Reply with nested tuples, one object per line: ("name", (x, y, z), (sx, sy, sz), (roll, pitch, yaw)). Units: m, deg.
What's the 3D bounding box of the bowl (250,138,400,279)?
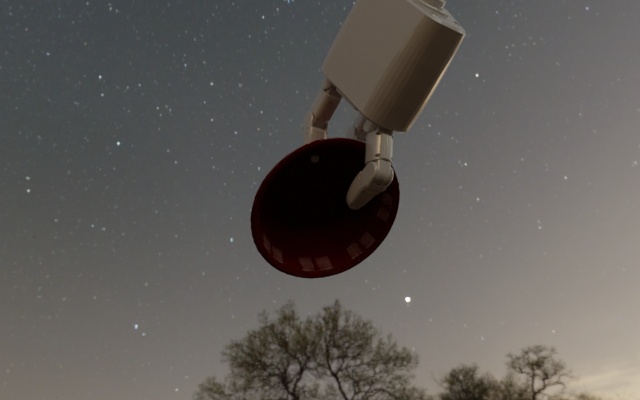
("bowl", (-0.001, 0.003, 0.508), (0.162, 0.162, 0.055), (0, 26, -22))
